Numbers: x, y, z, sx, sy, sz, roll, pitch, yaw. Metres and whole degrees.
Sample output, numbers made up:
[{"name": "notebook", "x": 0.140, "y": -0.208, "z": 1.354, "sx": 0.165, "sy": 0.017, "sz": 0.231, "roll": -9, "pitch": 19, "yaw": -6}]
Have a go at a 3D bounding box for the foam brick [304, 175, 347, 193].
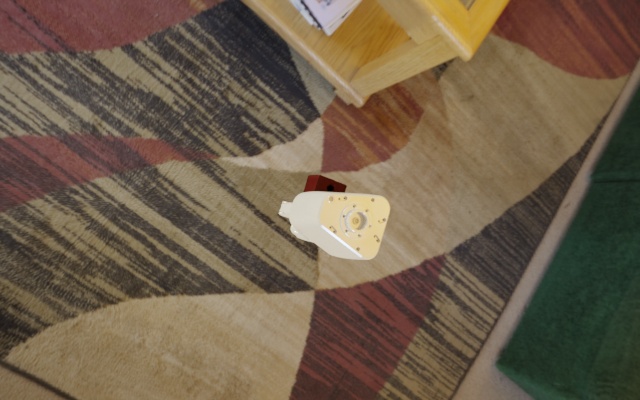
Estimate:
[{"name": "foam brick", "x": 0.000, "y": 0.002, "z": 0.775, "sx": 0.053, "sy": 0.078, "sz": 0.051, "roll": 20, "pitch": -9, "yaw": -22}]
